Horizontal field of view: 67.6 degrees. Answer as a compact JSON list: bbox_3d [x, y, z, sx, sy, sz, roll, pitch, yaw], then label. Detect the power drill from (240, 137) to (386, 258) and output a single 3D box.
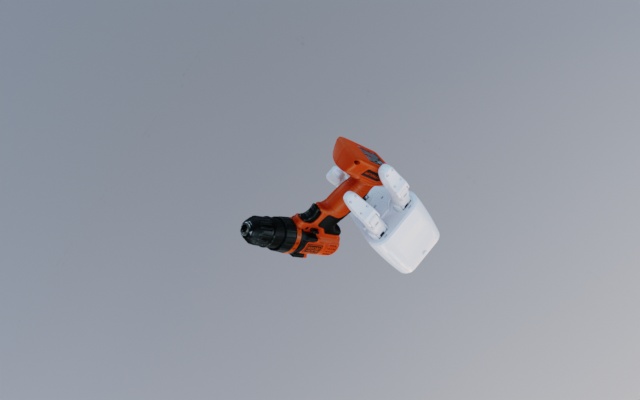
[{"bbox_3d":[0.001,0.002,0.663,0.184,0.057,0.188,13,-55,-51],"label":"power drill"}]
